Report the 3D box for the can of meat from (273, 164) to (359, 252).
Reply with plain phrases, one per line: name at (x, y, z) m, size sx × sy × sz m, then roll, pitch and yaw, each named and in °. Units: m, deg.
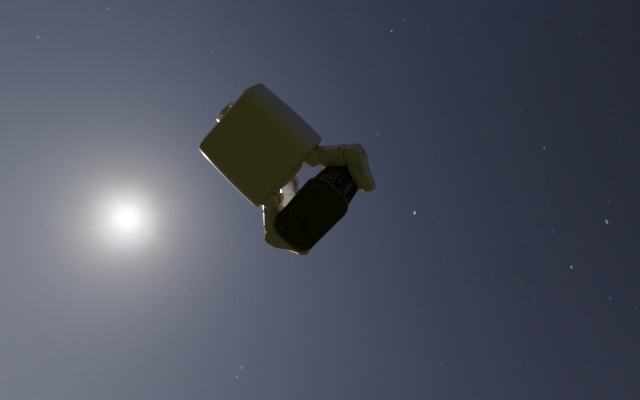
can of meat at (0.000, 0.002, 0.589) m, size 0.102 × 0.057 × 0.084 m, roll -47°, pitch 2°, yaw 31°
